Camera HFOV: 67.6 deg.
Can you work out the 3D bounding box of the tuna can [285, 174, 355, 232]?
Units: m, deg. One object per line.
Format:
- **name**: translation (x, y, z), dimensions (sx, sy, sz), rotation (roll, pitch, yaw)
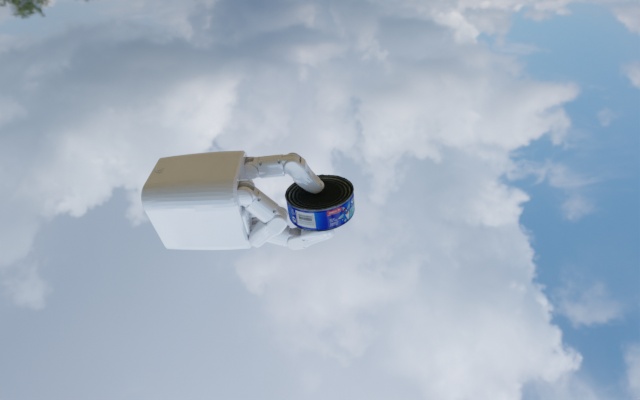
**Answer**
- **tuna can**: translation (0.000, 0.002, 0.597), dimensions (0.086, 0.034, 0.086), rotation (-5, 31, 3)
